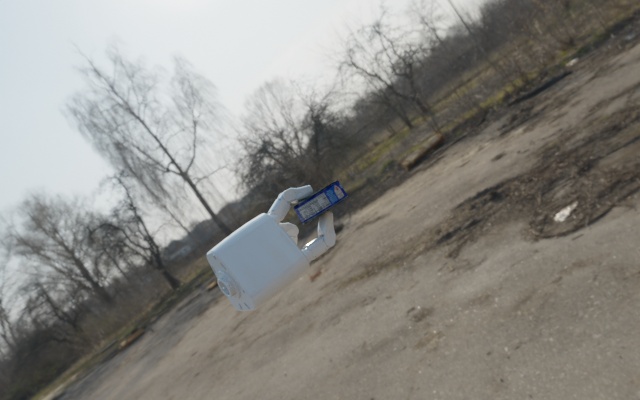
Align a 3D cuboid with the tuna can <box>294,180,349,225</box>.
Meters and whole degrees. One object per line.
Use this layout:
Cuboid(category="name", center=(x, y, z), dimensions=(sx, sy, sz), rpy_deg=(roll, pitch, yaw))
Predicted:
Cuboid(category="tuna can", center=(0.000, 0.002, 0.763), dimensions=(0.086, 0.034, 0.086), rpy_deg=(-32, 1, 0))
